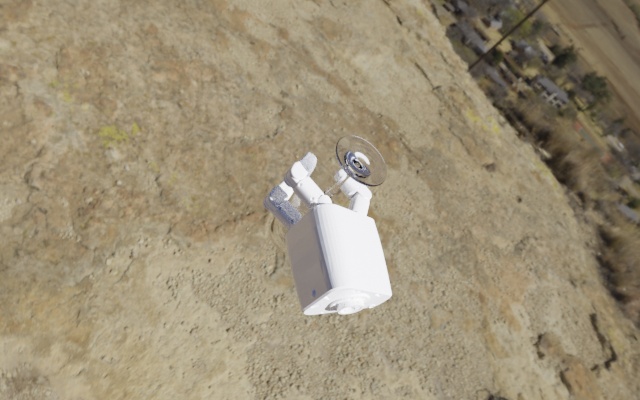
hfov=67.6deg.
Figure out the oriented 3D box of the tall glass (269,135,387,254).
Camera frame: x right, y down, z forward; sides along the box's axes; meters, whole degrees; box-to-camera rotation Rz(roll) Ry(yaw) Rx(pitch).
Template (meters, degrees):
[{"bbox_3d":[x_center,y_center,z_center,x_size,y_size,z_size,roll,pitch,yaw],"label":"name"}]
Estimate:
[{"bbox_3d":[0.000,0.002,0.644,0.079,0.079,0.201,0,-30,-36],"label":"tall glass"}]
